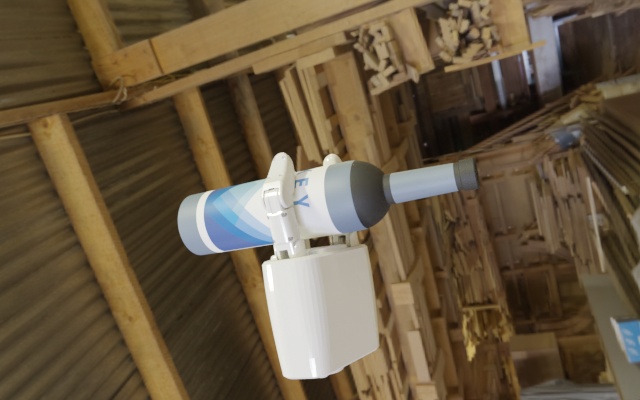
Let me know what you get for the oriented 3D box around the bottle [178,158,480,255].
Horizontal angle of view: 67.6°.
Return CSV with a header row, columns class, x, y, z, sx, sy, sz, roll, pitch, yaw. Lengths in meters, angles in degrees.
class,x,y,z,sx,sy,sz,roll,pitch,yaw
bottle,0.000,0.001,0.464,0.296,0.069,0.069,-11,-4,22
